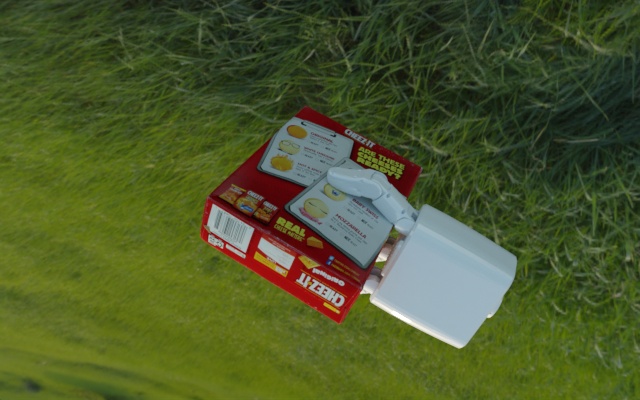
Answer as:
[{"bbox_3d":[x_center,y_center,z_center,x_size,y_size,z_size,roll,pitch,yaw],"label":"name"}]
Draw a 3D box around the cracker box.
[{"bbox_3d":[0.000,0.002,0.516,0.164,0.072,0.213,30,41,6],"label":"cracker box"}]
